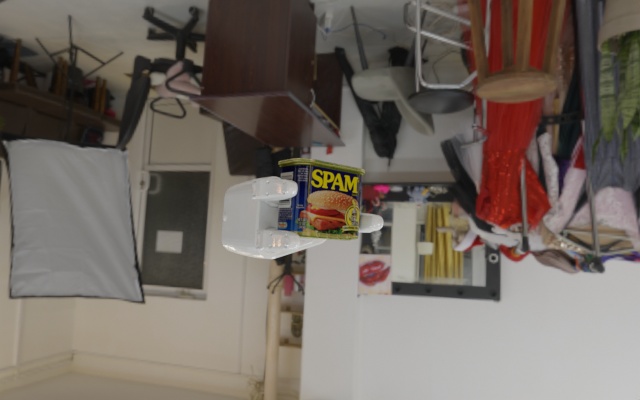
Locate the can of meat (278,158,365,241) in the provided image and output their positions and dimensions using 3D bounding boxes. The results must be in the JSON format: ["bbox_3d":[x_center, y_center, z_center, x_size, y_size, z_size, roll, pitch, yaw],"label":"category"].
[{"bbox_3d":[0.000,0.002,0.545,0.102,0.084,0.057,8,-6,-39],"label":"can of meat"}]
